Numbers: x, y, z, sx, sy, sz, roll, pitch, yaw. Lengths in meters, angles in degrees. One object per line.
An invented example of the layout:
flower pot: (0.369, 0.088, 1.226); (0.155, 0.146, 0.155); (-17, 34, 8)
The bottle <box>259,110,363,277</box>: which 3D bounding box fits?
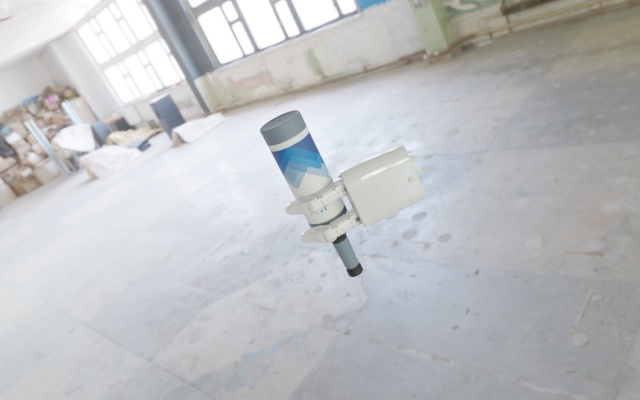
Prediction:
bottle: (0.000, 0.002, 0.762); (0.069, 0.296, 0.069); (-22, 24, 10)
